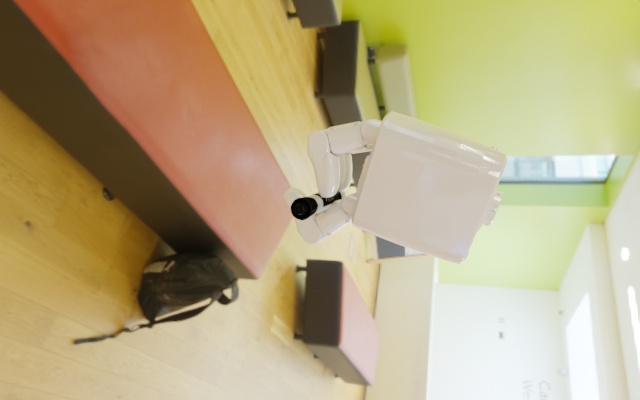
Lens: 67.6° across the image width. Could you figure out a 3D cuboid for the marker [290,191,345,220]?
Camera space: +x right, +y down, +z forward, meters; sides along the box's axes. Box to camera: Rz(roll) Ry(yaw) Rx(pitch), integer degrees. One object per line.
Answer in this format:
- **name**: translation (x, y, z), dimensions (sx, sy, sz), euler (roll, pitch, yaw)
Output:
- **marker**: translation (0.000, 0.001, 0.446), dimensions (0.020, 0.020, 0.121), euler (0, 6, 17)
